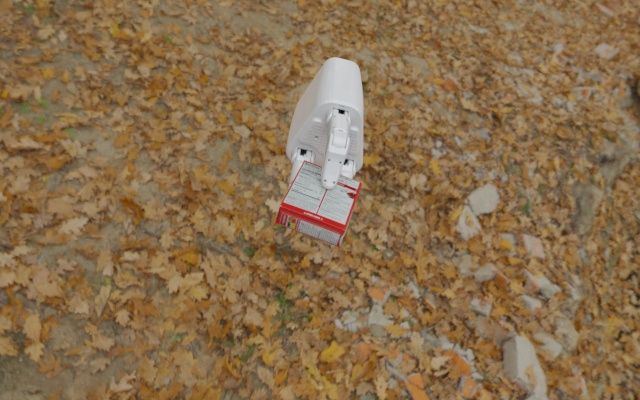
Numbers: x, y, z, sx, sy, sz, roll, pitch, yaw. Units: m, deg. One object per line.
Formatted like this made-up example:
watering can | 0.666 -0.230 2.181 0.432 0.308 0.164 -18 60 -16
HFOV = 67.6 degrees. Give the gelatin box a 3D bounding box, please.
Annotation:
gelatin box | 0.000 0.002 0.526 0.073 0.030 0.089 21 41 2
